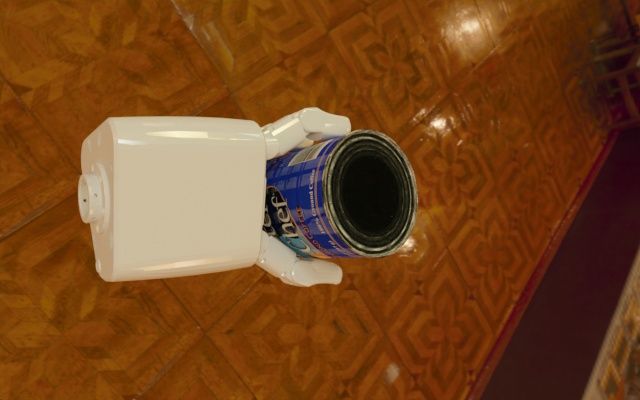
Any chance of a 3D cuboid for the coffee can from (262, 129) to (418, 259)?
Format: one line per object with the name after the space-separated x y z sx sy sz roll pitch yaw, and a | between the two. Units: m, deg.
0.000 0.001 0.428 0.103 0.103 0.140 0 -6 -38 | coffee can
